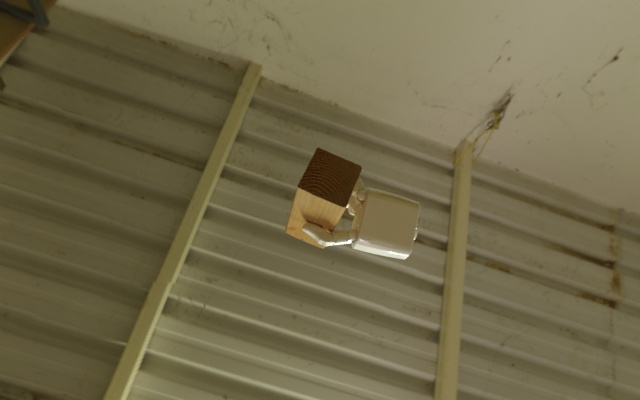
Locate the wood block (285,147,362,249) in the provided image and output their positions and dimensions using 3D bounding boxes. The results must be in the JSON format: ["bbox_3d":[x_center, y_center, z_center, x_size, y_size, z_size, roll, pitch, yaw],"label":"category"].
[{"bbox_3d":[0.000,0.003,0.900,0.090,0.090,0.206,24,-27,1],"label":"wood block"}]
